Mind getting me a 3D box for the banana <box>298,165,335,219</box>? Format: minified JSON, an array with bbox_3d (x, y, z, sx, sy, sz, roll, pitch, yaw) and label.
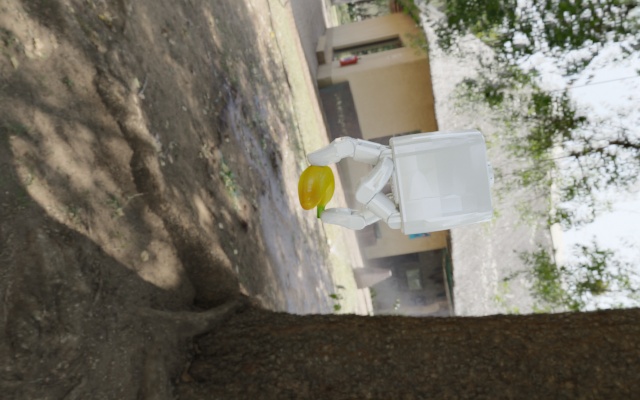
[{"bbox_3d":[-0.001,-0.016,0.619,0.037,0.069,0.198,-6,-6,6],"label":"banana"}]
